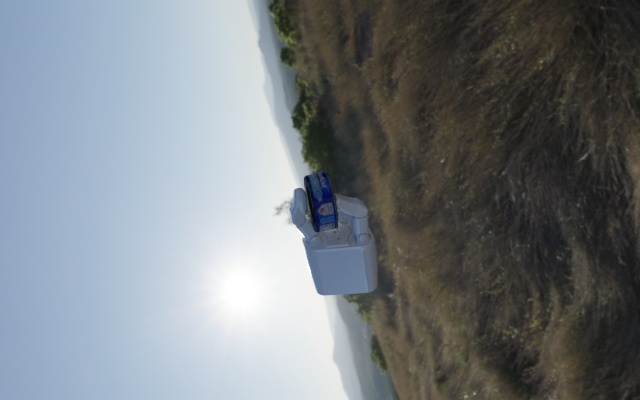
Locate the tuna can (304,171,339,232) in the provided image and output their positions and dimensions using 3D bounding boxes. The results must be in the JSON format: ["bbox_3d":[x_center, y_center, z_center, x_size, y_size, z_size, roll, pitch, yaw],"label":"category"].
[{"bbox_3d":[0.000,0.002,0.694,0.034,0.086,0.086,-11,1,-6],"label":"tuna can"}]
